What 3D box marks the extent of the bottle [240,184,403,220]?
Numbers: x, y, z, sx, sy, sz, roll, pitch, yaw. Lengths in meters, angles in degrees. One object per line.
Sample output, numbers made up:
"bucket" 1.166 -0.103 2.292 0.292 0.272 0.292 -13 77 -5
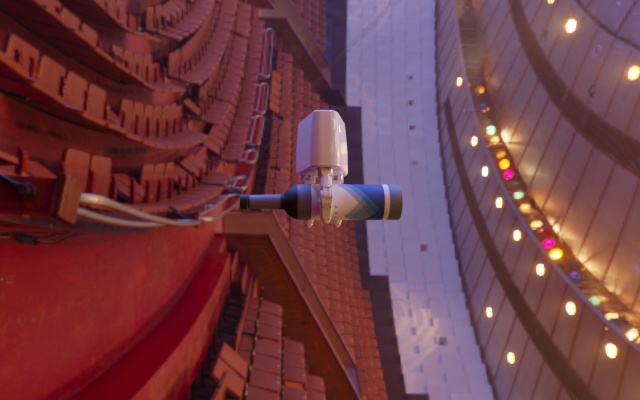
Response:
"bottle" 0.000 0.003 0.885 0.296 0.069 0.069 0 0 -5
